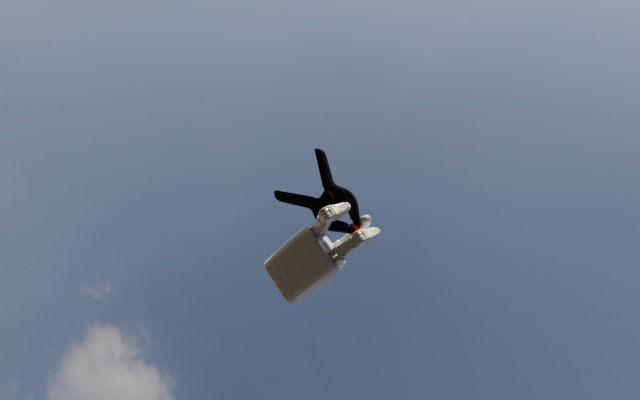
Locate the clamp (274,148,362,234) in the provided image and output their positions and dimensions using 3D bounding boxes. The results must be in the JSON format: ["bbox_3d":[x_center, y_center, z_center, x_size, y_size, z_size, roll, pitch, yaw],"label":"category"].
[{"bbox_3d":[0.000,0.003,0.841,0.120,0.171,0.039,-40,-21,8],"label":"clamp"}]
